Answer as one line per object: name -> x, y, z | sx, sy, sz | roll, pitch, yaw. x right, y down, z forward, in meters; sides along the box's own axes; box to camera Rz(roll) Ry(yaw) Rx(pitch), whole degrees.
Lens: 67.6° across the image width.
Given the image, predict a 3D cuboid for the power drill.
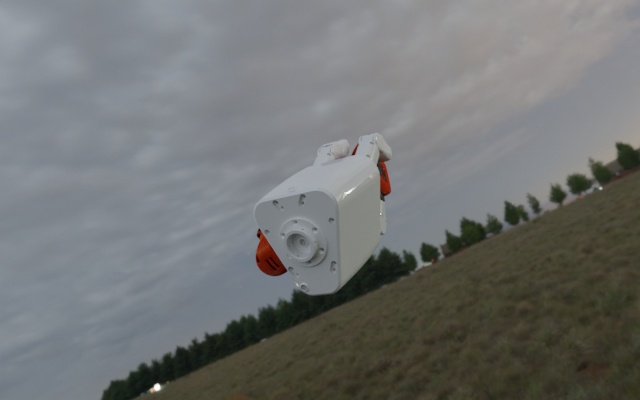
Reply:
power drill -> 0.000, 0.002, 0.625 | 0.188, 0.057, 0.184 | -38, 18, 17
